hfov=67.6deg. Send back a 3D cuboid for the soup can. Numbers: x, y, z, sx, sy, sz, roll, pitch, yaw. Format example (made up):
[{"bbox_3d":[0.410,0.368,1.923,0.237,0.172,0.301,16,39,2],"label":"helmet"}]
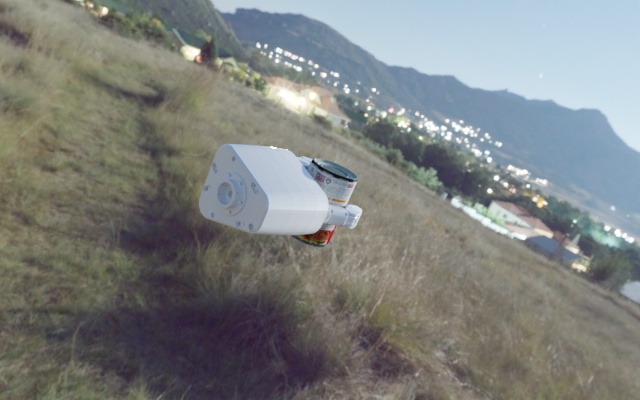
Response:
[{"bbox_3d":[0.001,0.002,0.643,0.068,0.102,0.068,22,16,-7],"label":"soup can"}]
